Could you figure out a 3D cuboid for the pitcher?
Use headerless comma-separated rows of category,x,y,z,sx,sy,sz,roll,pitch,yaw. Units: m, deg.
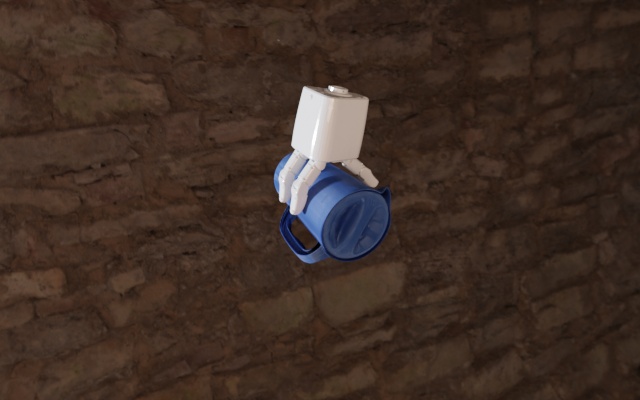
pitcher,0.000,0.003,0.865,0.149,0.145,0.242,-1,24,-30
